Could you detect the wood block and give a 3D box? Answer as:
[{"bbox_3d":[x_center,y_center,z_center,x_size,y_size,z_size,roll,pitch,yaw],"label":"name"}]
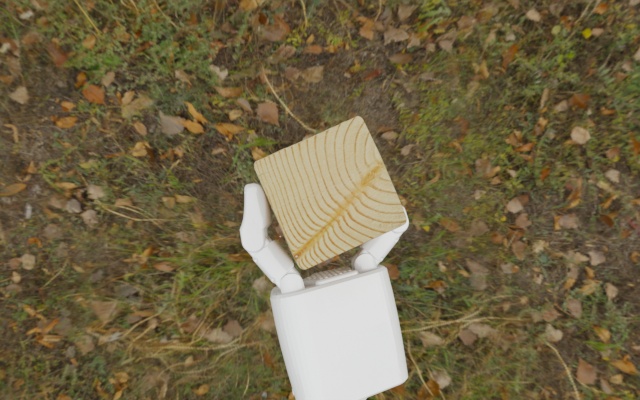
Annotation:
[{"bbox_3d":[0.001,0.002,0.452,0.091,0.090,0.206,-24,-2,-6],"label":"wood block"}]
